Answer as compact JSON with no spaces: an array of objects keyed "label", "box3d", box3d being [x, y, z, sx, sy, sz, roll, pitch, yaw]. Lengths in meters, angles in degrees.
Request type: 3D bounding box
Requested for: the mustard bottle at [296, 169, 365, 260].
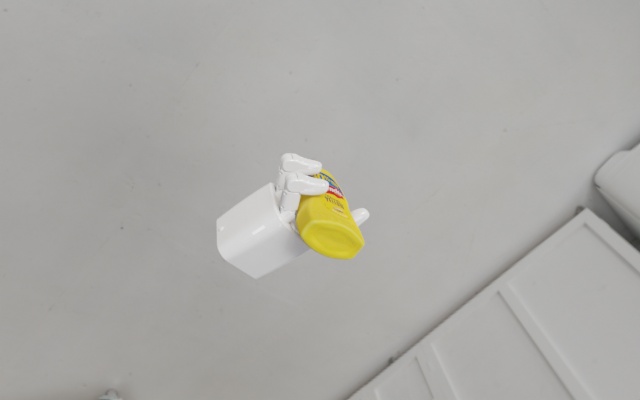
[{"label":"mustard bottle","box3d":[0.000,0.002,0.714,0.096,0.058,0.191,25,25,-26]}]
